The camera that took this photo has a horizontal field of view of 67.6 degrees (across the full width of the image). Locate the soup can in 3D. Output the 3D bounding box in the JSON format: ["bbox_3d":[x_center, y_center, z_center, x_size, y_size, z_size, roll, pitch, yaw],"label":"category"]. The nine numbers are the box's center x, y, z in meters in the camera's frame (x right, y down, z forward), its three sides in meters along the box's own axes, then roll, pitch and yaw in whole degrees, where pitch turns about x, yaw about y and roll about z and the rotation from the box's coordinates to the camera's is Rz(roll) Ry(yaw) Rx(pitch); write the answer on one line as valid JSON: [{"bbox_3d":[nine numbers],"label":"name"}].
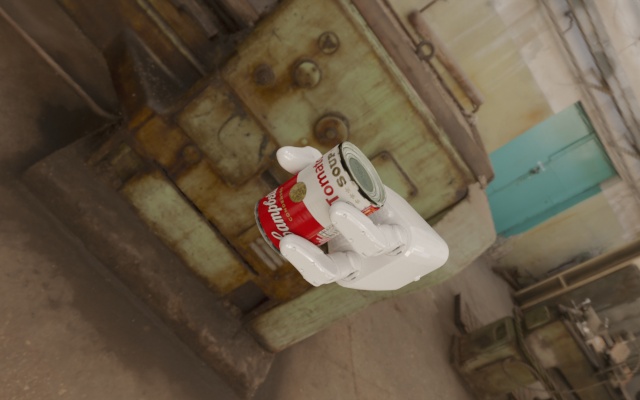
[{"bbox_3d":[0.000,0.001,0.434,0.102,0.068,0.068,-33,-15,24],"label":"soup can"}]
